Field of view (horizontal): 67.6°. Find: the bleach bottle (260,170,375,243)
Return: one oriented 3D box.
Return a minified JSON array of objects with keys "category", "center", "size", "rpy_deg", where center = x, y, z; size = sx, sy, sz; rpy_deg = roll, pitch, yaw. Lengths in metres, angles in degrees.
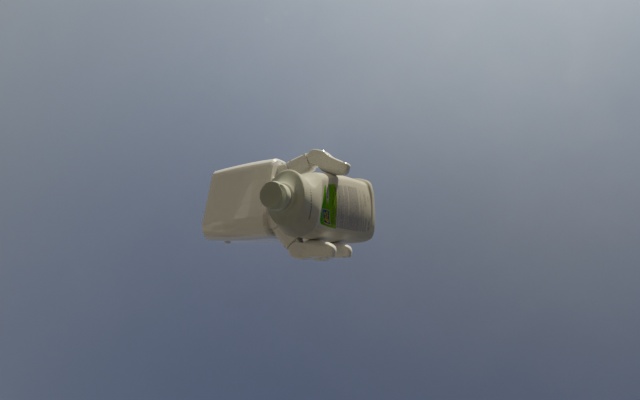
[{"category":"bleach bottle","center":[0.000,0.002,0.623],"size":[0.068,0.102,0.251],"rpy_deg":[-8,-11,25]}]
